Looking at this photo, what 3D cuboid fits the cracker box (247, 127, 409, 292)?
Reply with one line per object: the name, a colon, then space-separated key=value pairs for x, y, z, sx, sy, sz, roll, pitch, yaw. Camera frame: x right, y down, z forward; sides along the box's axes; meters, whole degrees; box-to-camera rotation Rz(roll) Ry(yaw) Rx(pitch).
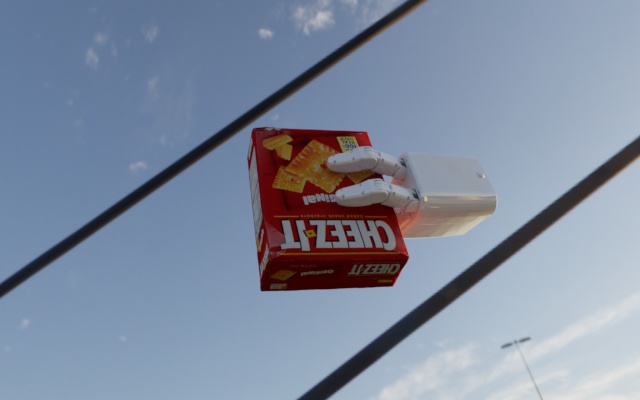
cracker box: x=0.000 y=0.002 z=0.597 sx=0.164 sy=0.213 sz=0.072 roll=1 pitch=-41 yaw=-15
